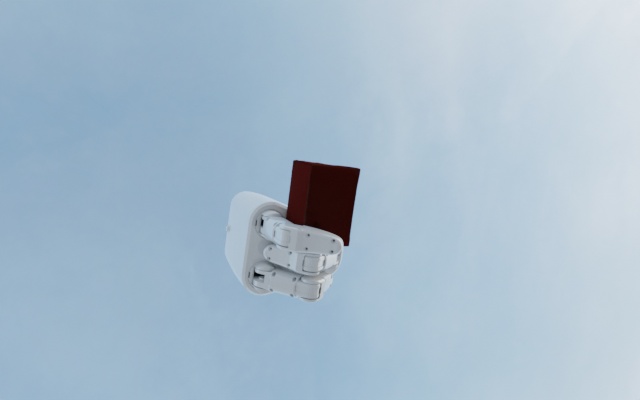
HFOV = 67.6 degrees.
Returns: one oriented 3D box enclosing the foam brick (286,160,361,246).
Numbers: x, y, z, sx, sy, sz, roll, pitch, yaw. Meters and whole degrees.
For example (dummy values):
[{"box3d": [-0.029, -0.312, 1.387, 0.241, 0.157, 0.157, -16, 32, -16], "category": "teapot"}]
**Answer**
[{"box3d": [0.000, 0.001, 0.469, 0.053, 0.078, 0.051, 6, 7, -24], "category": "foam brick"}]
